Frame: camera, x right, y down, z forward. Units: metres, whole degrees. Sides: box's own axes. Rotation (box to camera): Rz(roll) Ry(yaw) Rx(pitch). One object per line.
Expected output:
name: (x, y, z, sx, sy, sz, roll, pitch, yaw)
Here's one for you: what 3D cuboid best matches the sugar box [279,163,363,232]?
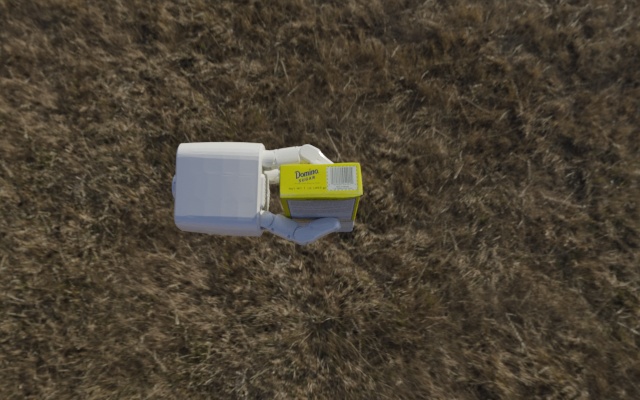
sugar box: (0.000, 0.001, 0.612, 0.093, 0.048, 0.176, -1, -14, -1)
